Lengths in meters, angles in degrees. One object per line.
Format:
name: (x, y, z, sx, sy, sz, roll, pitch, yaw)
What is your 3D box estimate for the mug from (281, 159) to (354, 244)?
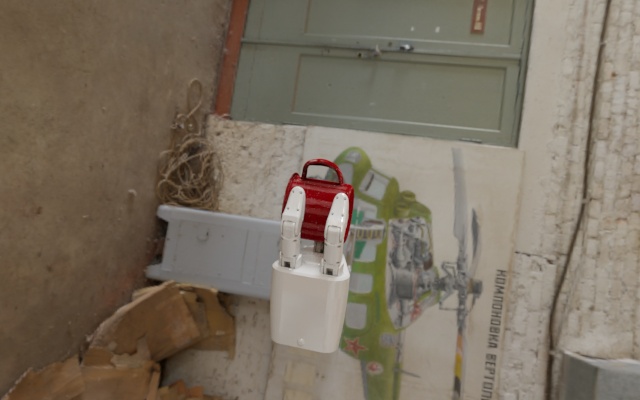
mug: (0.000, 0.001, 0.636, 0.081, 0.117, 0.093, 8, 17, 10)
